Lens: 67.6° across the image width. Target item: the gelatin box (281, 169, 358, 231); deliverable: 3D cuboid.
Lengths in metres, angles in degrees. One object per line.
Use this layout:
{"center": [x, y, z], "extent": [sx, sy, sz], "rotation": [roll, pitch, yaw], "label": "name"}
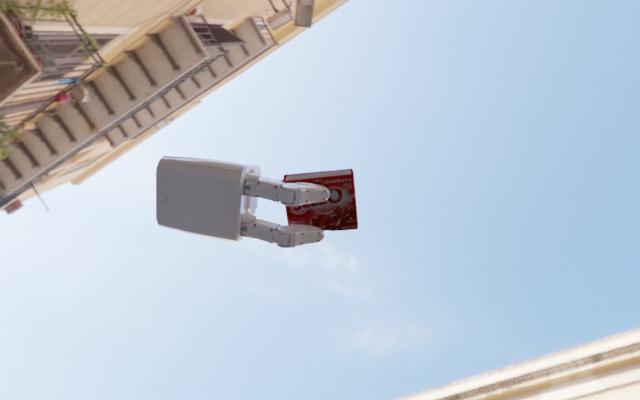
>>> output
{"center": [0.000, 0.002, 0.597], "extent": [0.089, 0.073, 0.030], "rotation": [-5, 20, 4], "label": "gelatin box"}
